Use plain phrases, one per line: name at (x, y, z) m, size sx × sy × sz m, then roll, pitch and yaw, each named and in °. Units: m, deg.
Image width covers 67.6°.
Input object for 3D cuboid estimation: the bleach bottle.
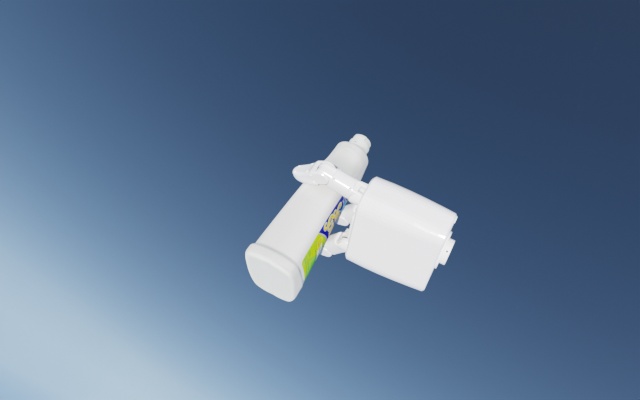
bleach bottle at (0.000, 0.002, 0.620) m, size 0.068 × 0.250 × 0.103 m, roll 25°, pitch -30°, yaw 14°
